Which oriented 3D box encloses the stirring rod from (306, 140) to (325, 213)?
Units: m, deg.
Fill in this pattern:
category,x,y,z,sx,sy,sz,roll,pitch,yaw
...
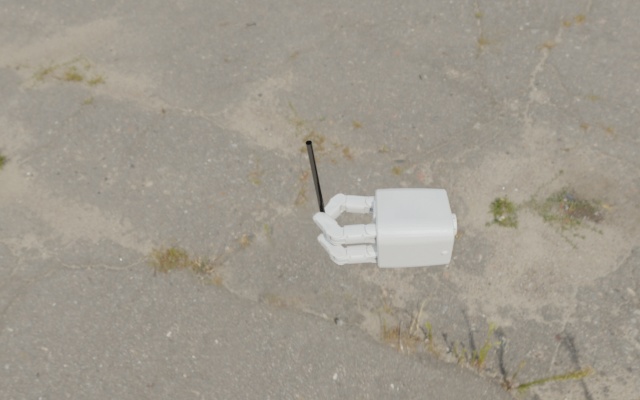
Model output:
category,x,y,z,sx,sy,sz,roll,pitch,yaw
stirring rod,0.000,0.002,0.683,0.011,0.011,0.240,0,-38,9
